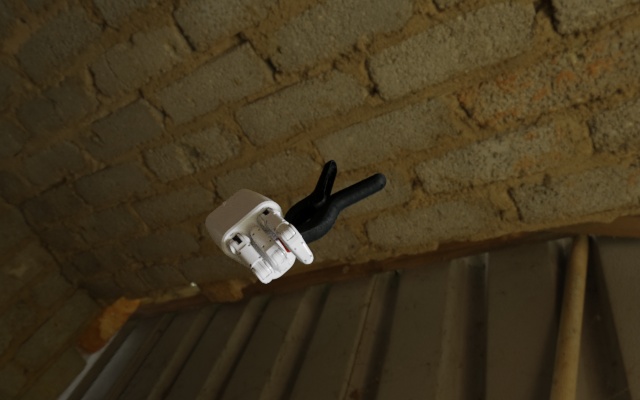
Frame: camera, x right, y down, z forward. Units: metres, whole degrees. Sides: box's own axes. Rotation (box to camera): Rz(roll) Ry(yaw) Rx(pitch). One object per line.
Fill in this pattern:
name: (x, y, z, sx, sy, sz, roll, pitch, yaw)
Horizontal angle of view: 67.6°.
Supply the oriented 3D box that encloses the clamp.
clamp: (0.000, 0.003, 0.690, 0.171, 0.039, 0.120, -37, 30, -15)
